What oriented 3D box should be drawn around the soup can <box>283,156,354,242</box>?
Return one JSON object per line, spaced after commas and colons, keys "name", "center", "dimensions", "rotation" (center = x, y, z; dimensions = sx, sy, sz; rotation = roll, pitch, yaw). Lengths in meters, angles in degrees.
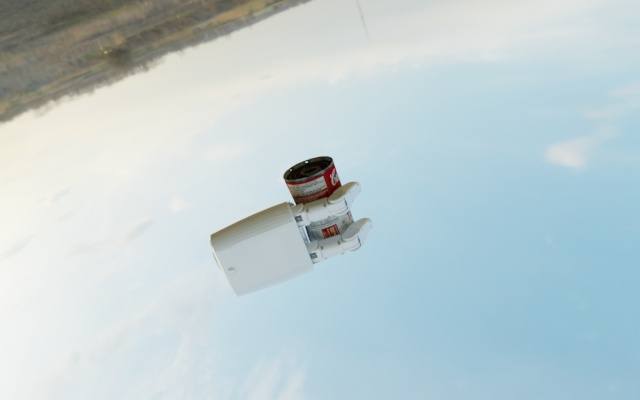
{"name": "soup can", "center": [0.001, 0.002, 0.626], "dimensions": [0.068, 0.102, 0.068], "rotation": [-17, 23, 7]}
